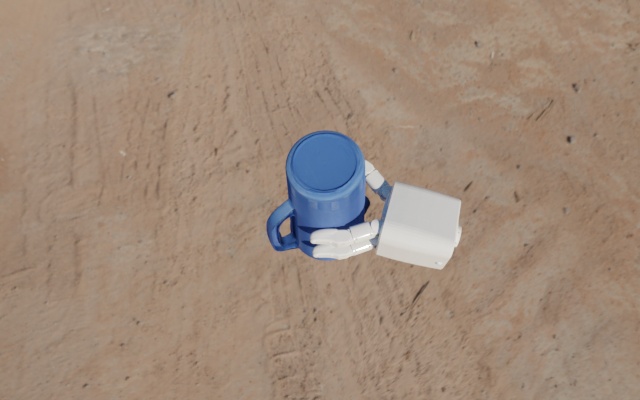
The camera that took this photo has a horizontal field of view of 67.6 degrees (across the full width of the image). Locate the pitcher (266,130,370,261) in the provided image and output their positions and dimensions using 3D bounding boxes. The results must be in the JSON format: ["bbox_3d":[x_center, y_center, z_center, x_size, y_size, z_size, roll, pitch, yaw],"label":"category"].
[{"bbox_3d":[0.000,0.002,0.740,0.145,0.149,0.243,16,-22,9],"label":"pitcher"}]
